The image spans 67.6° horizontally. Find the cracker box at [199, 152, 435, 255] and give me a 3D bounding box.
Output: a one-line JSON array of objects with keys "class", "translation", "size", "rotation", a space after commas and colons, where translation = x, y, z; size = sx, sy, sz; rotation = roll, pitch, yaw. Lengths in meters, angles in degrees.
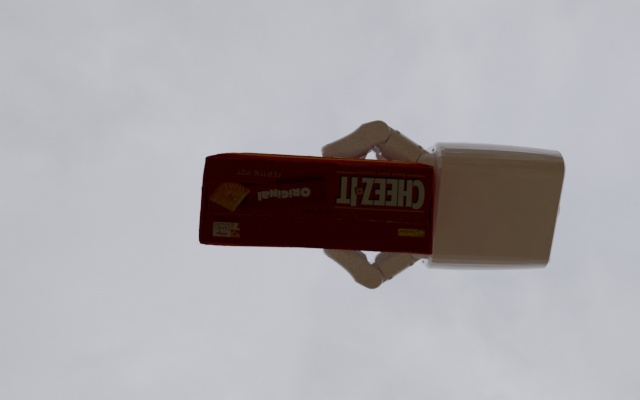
[{"class": "cracker box", "translation": [0.000, 0.002, 0.433], "size": [0.164, 0.072, 0.213], "rotation": [2, 0, 1]}]
